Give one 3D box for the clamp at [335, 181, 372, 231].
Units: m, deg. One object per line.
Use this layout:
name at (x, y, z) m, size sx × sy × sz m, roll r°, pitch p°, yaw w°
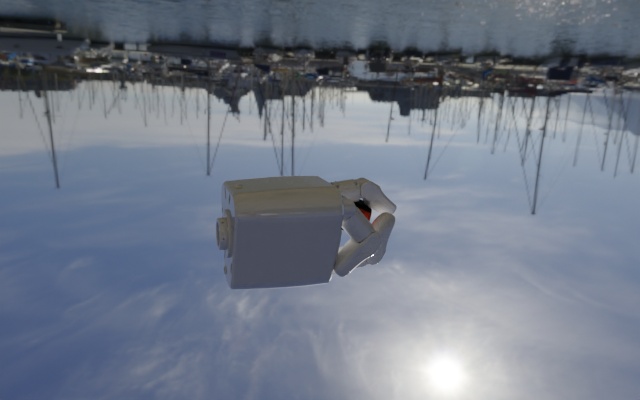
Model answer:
clamp at (0.000, 0.003, 0.593) m, size 0.120 × 0.039 × 0.171 m, roll -2°, pitch 14°, yaw -19°
